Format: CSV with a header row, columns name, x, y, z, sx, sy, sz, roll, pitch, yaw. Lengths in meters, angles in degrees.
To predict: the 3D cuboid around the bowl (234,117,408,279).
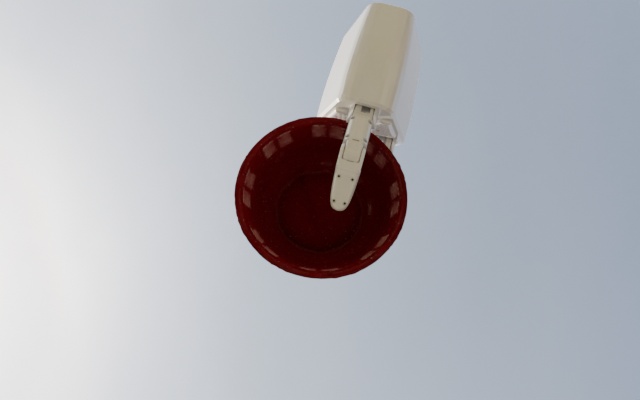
name,x,y,z,sx,sy,sz,roll,pitch,yaw
bowl,-0.001,0.003,0.468,0.162,0.162,0.055,0,-20,-3
